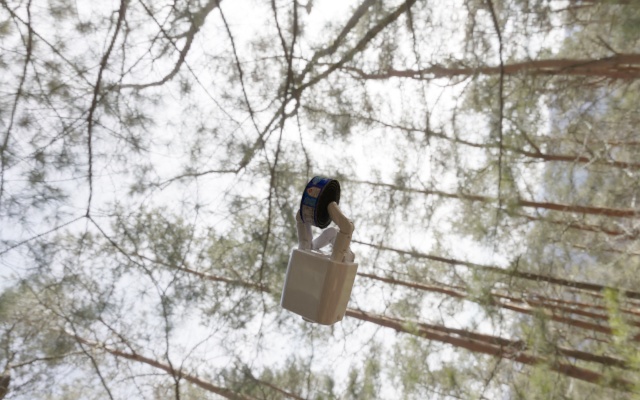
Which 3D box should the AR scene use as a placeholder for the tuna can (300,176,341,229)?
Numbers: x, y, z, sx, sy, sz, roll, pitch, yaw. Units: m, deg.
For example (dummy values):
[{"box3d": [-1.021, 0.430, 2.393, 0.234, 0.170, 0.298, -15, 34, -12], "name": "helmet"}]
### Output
[{"box3d": [0.000, 0.002, 0.797, 0.033, 0.086, 0.086, 17, 7, 24], "name": "tuna can"}]
